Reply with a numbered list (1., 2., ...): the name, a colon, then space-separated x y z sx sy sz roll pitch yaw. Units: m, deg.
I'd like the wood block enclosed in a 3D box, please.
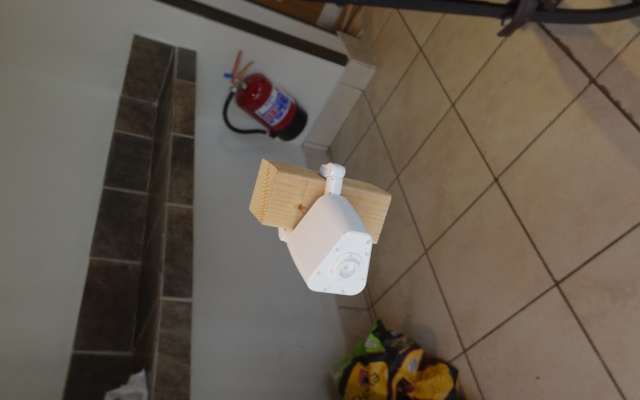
1. wood block: 0.000 0.002 0.793 0.206 0.091 0.090 12 11 -25
